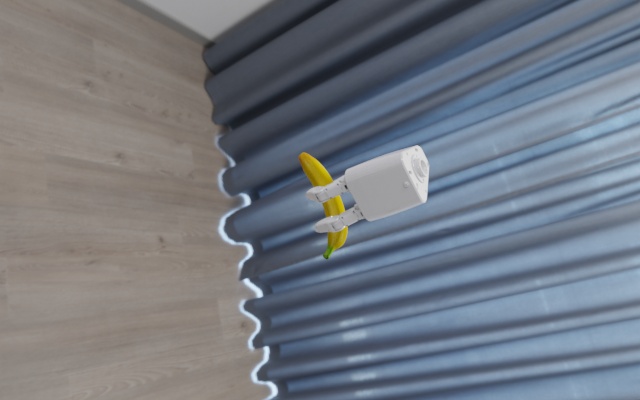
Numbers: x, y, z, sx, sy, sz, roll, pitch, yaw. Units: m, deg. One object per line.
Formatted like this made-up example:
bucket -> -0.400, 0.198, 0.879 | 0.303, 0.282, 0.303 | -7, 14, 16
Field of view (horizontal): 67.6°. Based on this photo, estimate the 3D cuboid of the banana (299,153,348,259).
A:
banana -> 0.012, 0.004, 0.880 | 0.037, 0.198, 0.069 | -18, -4, 36
